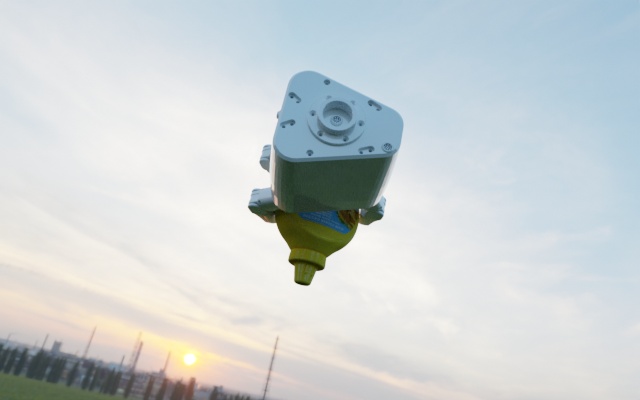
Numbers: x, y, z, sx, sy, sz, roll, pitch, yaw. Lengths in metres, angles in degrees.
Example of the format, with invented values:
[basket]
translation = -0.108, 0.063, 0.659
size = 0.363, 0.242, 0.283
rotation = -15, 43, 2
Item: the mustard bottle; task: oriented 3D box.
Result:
[mustard bottle]
translation = 0.000, 0.002, 0.539
size = 0.096, 0.191, 0.058
rotation = 22, -25, -21
